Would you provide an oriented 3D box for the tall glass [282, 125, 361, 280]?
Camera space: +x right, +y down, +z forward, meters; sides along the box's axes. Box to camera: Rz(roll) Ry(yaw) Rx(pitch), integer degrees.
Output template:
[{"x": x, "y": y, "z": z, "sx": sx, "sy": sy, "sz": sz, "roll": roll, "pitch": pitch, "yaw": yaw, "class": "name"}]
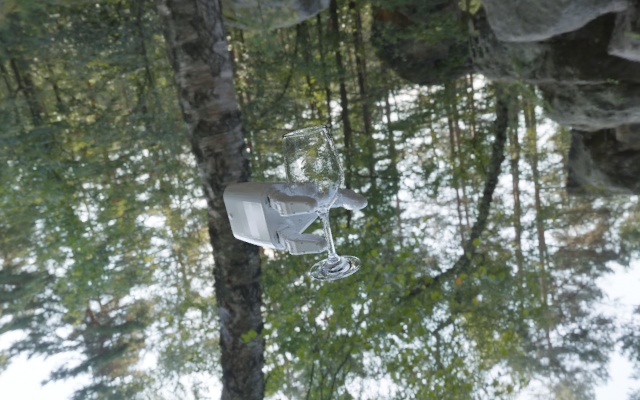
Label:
[{"x": 0.000, "y": 0.003, "z": 0.653, "sx": 0.079, "sy": 0.201, "sz": 0.079, "roll": -11, "pitch": 15, "yaw": 3, "class": "tall glass"}]
